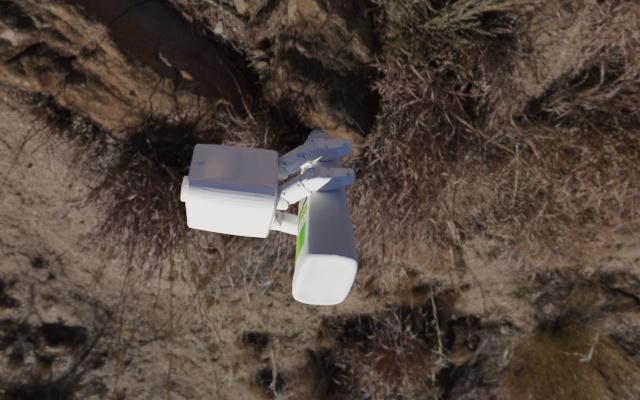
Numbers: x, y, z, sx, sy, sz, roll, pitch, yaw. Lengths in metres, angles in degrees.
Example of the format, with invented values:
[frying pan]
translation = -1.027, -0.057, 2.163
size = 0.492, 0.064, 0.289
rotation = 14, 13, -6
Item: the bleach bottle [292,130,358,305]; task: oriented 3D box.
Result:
[bleach bottle]
translation = 0.000, 0.002, 0.623
size = 0.068, 0.250, 0.103
rotation = 7, -45, -10
